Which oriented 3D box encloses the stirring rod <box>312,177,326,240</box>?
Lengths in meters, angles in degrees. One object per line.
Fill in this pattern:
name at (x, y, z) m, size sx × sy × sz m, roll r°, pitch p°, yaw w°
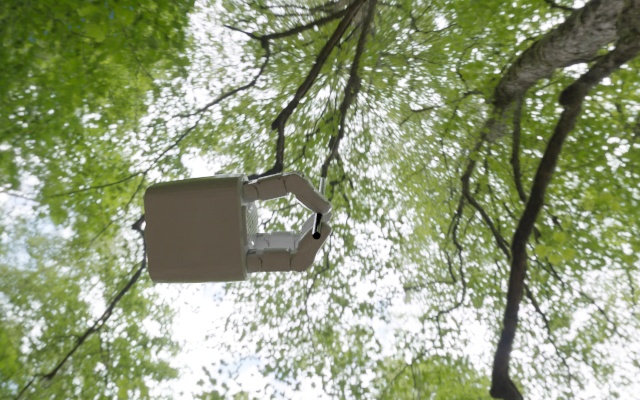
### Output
stirring rod at (0.000, 0.002, 0.573) m, size 0.011 × 0.011 × 0.239 m, roll 0°, pitch 15°, yaw 2°
